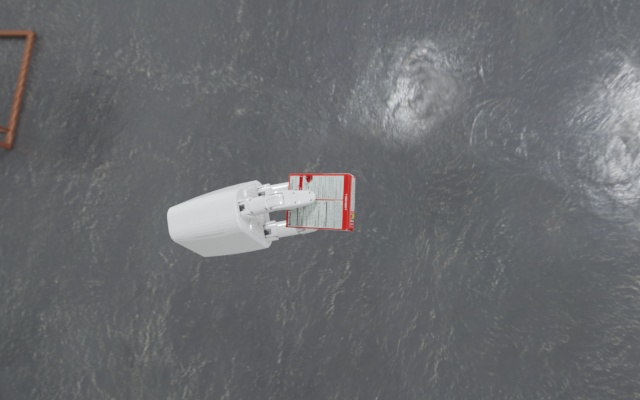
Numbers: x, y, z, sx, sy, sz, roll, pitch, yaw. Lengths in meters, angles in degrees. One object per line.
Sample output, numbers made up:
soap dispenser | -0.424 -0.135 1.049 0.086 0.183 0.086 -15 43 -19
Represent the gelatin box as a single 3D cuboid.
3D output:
gelatin box | 0.000 0.002 0.632 0.089 0.073 0.030 1 -4 21
